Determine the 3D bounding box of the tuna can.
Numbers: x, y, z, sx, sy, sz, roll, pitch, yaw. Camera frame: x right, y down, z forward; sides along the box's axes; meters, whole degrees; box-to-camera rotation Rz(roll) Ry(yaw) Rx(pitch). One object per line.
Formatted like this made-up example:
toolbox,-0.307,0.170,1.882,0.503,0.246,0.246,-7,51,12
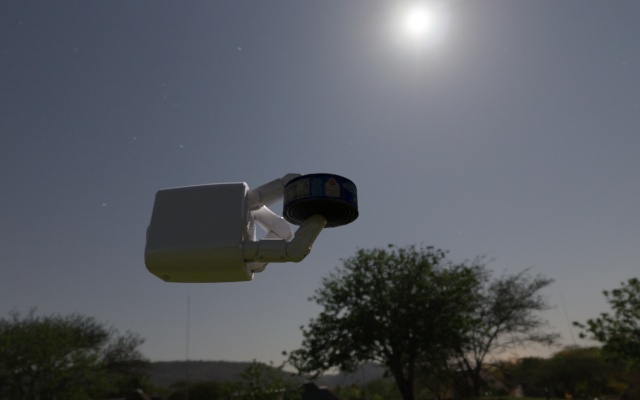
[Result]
tuna can,0.000,0.001,0.542,0.086,0.033,0.086,0,-23,0
